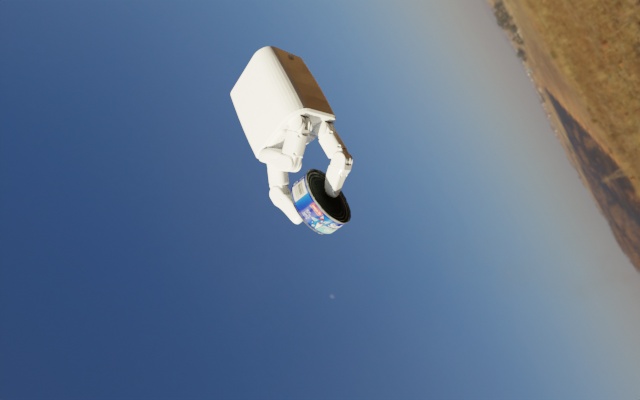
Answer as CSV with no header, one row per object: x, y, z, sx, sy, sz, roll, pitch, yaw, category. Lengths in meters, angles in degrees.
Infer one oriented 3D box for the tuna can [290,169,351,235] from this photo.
0.000,0.002,0.635,0.034,0.086,0.086,-37,-18,25,tuna can
